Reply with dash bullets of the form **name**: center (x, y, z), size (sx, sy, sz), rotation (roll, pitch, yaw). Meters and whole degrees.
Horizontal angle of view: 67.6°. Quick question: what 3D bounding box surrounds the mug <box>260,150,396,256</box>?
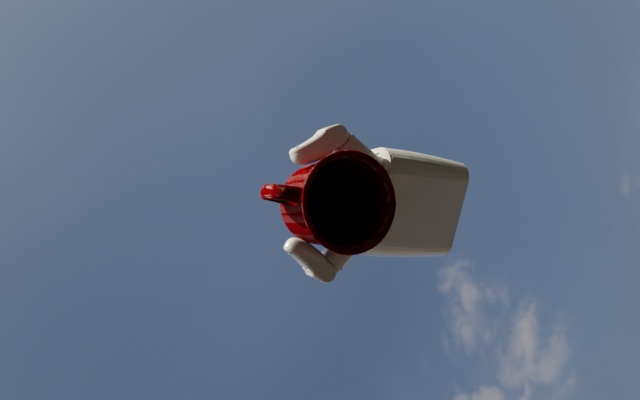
- **mug**: center (-0.001, 0.001, 0.451), size (0.117, 0.093, 0.081), rotation (7, -4, -23)
